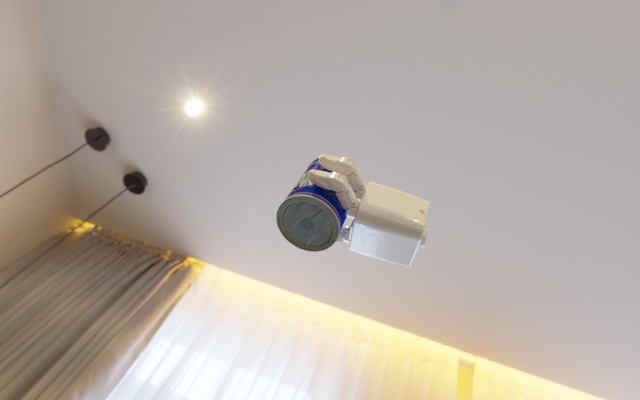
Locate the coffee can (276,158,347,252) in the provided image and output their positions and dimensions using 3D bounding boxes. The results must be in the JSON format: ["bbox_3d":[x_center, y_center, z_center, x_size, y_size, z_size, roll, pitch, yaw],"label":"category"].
[{"bbox_3d":[0.000,0.003,0.790,0.103,0.103,0.140,0,31,21],"label":"coffee can"}]
